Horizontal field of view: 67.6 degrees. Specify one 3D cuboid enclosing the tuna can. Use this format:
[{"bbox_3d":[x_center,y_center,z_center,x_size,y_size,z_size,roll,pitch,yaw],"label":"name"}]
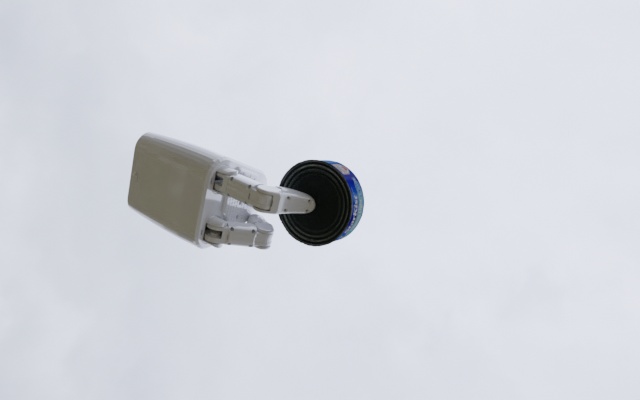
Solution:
[{"bbox_3d":[0.000,0.002,0.482,0.086,0.086,0.034,0,4,29],"label":"tuna can"}]
